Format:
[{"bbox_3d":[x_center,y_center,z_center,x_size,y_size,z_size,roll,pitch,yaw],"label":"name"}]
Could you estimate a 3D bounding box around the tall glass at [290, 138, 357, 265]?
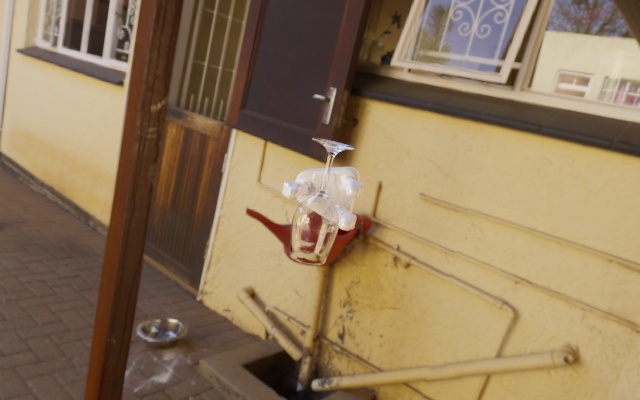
[{"bbox_3d":[0.000,0.002,0.788,0.079,0.201,0.079,13,11,-2],"label":"tall glass"}]
